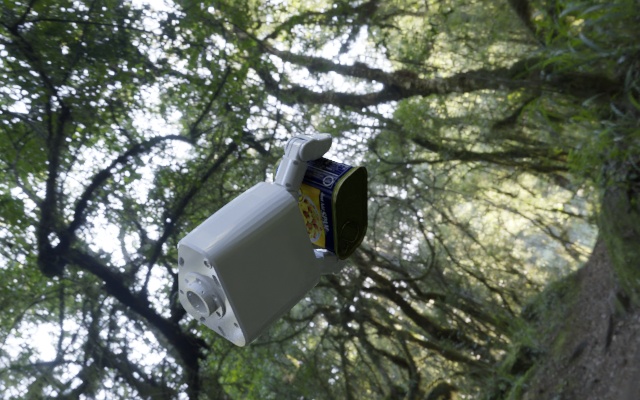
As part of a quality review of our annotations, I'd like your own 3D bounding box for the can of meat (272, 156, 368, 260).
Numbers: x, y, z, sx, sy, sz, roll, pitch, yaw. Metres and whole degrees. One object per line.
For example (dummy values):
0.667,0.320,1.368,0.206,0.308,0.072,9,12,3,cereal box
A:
0.000,0.001,0.507,0.084,0.102,0.057,21,44,30,can of meat
